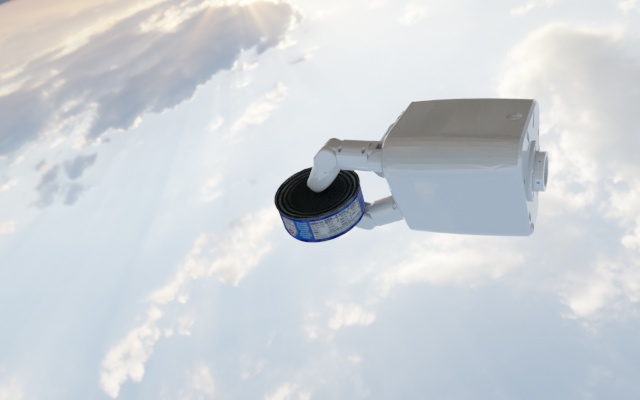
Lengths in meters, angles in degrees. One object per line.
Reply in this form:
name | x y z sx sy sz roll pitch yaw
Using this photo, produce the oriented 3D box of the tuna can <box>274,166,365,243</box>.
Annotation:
tuna can | 0.000 0.002 0.469 0.086 0.034 0.086 -12 36 9
